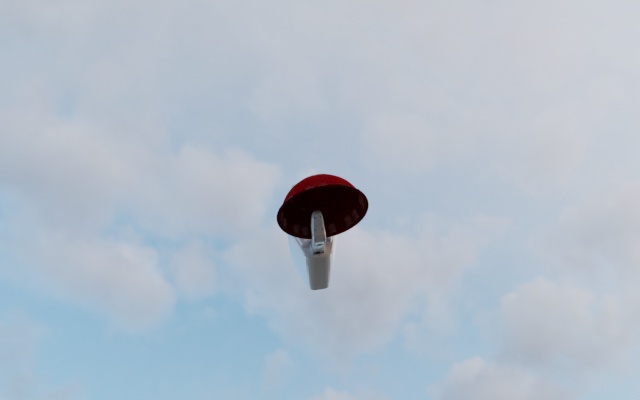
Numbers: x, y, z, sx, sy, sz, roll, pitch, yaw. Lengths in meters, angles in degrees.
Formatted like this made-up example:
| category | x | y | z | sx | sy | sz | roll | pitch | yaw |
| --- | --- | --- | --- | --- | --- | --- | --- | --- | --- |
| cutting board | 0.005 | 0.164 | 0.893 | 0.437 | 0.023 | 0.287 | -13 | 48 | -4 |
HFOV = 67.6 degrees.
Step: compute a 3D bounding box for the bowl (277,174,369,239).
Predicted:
| category | x | y | z | sx | sy | sz | roll | pitch | yaw |
| --- | --- | --- | --- | --- | --- | --- | --- | --- | --- |
| bowl | 0.000 | 0.002 | 0.839 | 0.162 | 0.055 | 0.162 | -8 | -35 | -6 |
